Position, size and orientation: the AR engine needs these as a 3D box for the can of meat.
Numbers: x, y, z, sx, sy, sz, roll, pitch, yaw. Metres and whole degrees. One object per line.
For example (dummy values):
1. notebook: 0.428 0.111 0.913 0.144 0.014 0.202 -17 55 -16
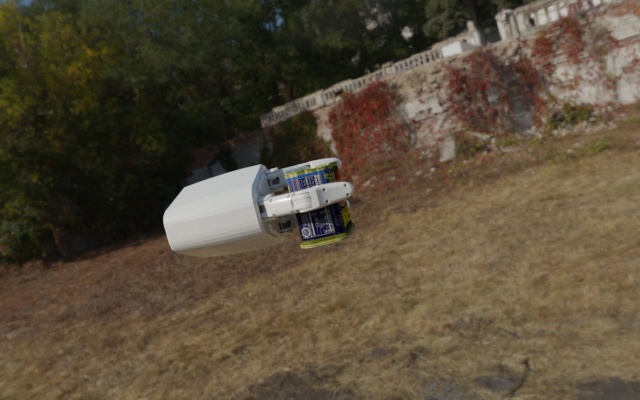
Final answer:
1. can of meat: 0.000 0.001 0.554 0.057 0.084 0.102 -14 4 10
